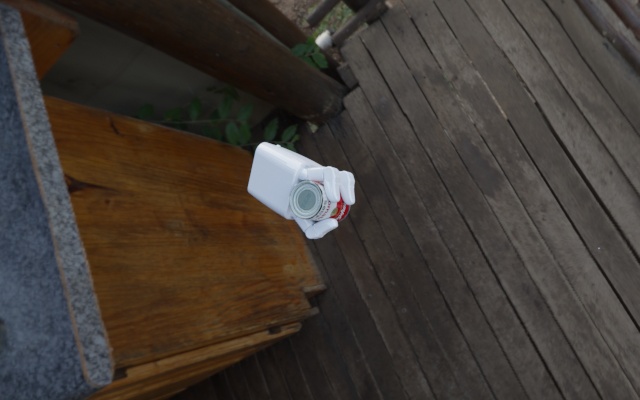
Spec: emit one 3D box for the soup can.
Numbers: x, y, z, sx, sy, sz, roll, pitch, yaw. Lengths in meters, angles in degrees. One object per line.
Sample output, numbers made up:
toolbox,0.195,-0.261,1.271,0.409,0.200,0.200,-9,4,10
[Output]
soup can,0.000,0.003,0.841,0.068,0.068,0.102,0,-5,30
